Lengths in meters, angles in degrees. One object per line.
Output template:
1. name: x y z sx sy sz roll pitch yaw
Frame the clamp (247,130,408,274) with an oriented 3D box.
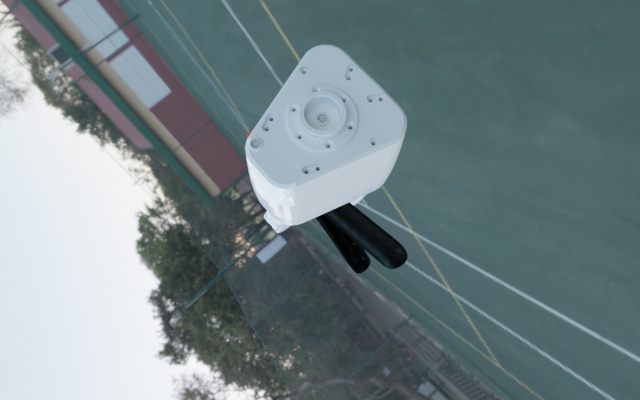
1. clamp: -0.001 0.002 0.519 0.036 0.210 0.164 -41 -10 -13
